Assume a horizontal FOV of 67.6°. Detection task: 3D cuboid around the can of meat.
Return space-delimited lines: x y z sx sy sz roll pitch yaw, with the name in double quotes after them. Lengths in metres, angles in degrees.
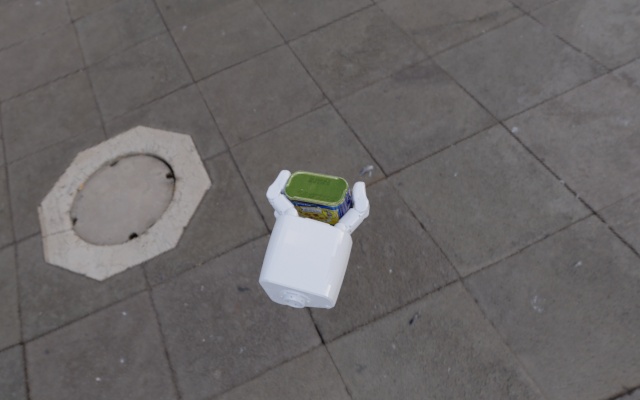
0.000 0.002 0.748 0.102 0.057 0.084 10 -30 18 "can of meat"
